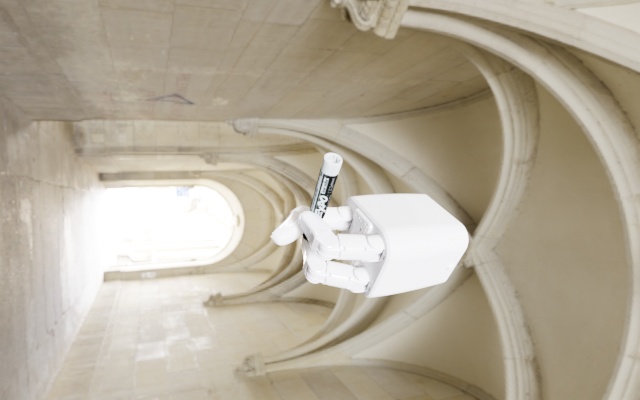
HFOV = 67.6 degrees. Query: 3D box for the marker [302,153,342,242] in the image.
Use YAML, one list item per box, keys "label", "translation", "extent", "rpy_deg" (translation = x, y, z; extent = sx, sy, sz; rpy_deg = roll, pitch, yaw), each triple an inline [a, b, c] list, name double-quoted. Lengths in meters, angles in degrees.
- label: "marker"
  translation: [0.000, 0.002, 0.507]
  extent: [0.020, 0.121, 0.020]
  rpy_deg: [9, 43, -8]
